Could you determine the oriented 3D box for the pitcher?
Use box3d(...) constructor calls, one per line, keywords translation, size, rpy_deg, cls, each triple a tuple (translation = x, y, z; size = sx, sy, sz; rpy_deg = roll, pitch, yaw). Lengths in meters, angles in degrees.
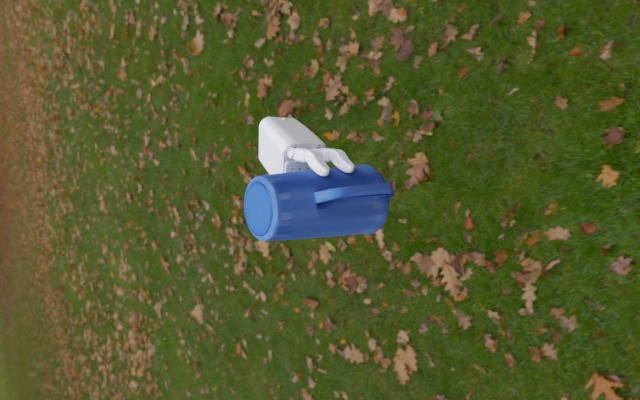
box3d(translation=(0.000, 0.003, 0.836), size=(0.243, 0.149, 0.145), rpy_deg=(-5, 38, -37), cls="pitcher")
